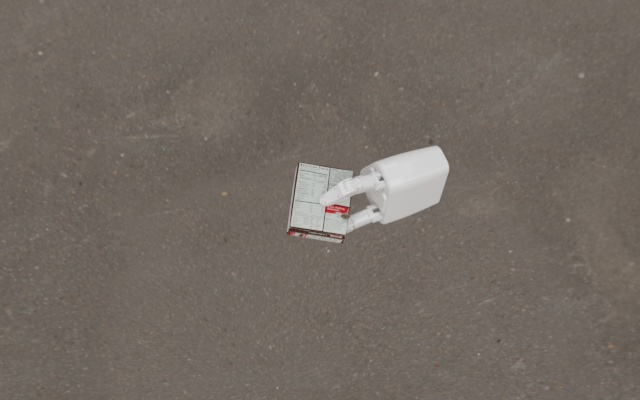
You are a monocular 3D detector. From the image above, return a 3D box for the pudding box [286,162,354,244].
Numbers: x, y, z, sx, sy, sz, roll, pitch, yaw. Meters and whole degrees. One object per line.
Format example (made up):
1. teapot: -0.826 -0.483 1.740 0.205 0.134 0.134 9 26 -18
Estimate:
1. pudding box: 0.000 0.002 0.728 0.090 0.113 0.039 9 -23 -4
